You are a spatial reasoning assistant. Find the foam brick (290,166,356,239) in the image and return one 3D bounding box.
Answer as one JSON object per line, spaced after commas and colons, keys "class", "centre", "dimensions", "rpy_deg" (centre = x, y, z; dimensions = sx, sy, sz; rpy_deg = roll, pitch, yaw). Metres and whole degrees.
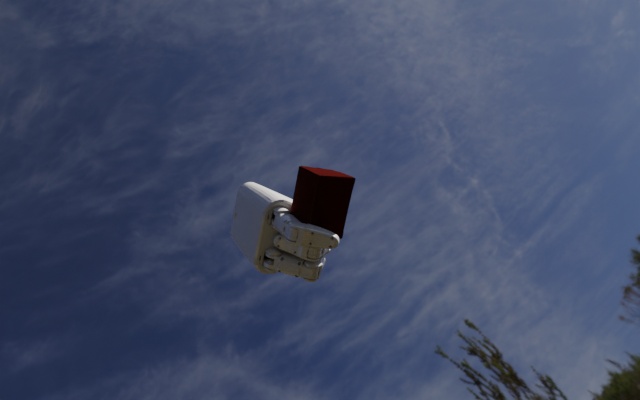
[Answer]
{"class": "foam brick", "centre": [0.000, 0.002, 0.576], "dimensions": [0.053, 0.078, 0.051], "rpy_deg": [5, 15, -32]}
